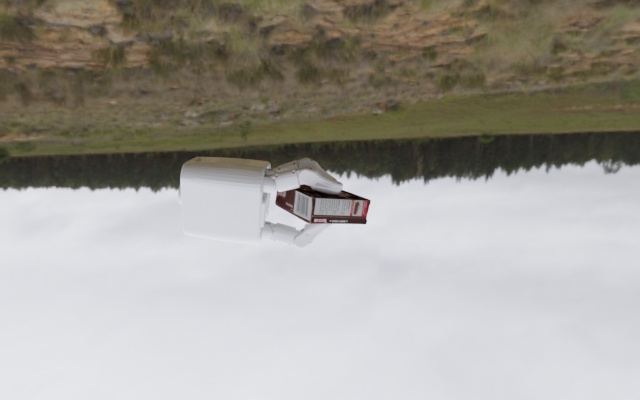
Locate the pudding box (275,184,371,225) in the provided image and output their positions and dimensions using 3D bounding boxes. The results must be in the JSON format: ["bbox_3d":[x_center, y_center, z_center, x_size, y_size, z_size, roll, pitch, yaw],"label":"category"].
[{"bbox_3d":[0.000,0.002,0.656,0.090,0.039,0.113,2,13,-29],"label":"pudding box"}]
